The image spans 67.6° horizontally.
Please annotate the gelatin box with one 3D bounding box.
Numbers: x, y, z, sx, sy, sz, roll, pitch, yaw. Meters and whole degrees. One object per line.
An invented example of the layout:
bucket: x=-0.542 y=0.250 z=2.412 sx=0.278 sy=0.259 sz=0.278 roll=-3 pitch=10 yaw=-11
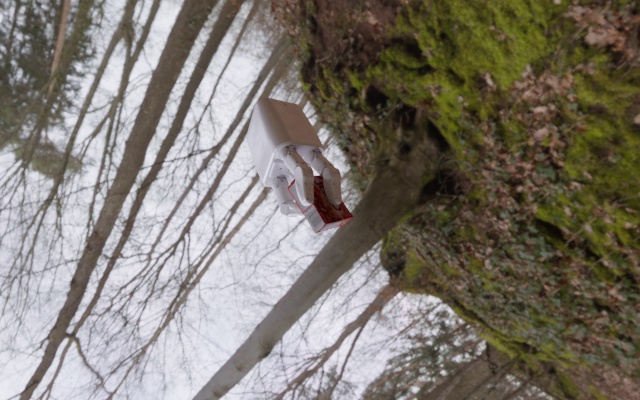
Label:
gelatin box: x=0.000 y=0.003 z=0.748 sx=0.073 sy=0.089 sz=0.030 roll=-11 pitch=-27 yaw=-51
